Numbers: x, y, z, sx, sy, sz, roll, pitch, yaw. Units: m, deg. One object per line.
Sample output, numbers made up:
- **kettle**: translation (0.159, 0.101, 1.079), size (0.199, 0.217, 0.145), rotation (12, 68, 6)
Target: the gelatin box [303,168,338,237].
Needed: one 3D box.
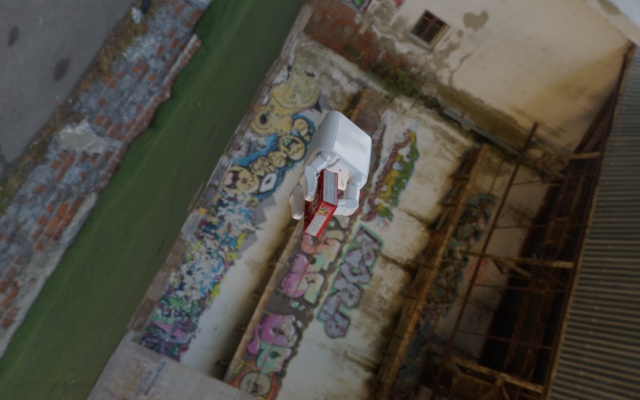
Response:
- **gelatin box**: translation (0.001, 0.003, 0.772), size (0.030, 0.073, 0.089), rotation (20, 38, -15)
